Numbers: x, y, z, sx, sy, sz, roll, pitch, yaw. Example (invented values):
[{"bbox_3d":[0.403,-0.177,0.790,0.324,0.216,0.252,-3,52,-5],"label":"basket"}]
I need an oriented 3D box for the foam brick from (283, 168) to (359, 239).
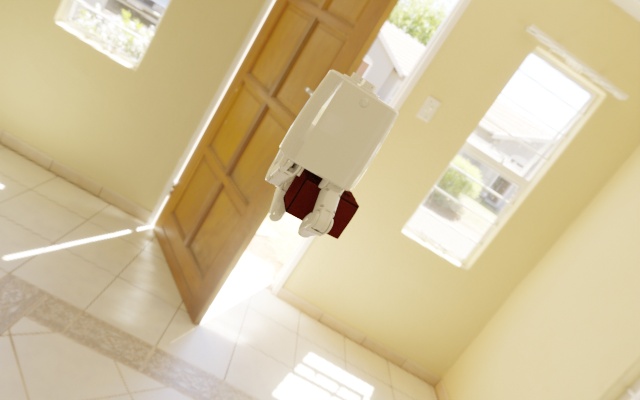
[{"bbox_3d":[0.000,0.002,0.592,0.078,0.051,0.053,29,15,-18],"label":"foam brick"}]
